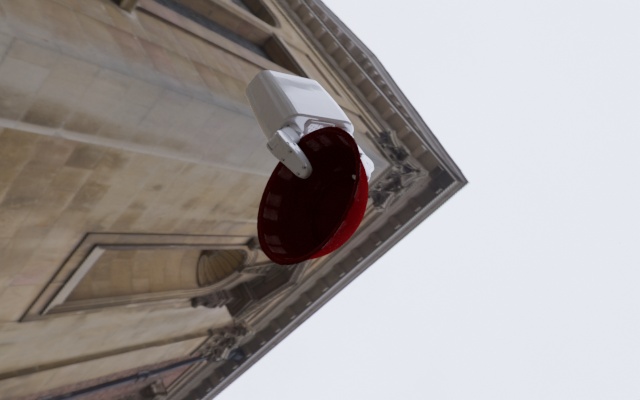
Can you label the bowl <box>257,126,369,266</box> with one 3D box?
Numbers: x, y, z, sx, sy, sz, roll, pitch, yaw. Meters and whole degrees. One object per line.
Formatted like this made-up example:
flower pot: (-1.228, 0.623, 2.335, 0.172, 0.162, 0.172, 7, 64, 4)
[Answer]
bowl: (0.001, 0.003, 0.531, 0.055, 0.162, 0.162, 28, -18, -36)
